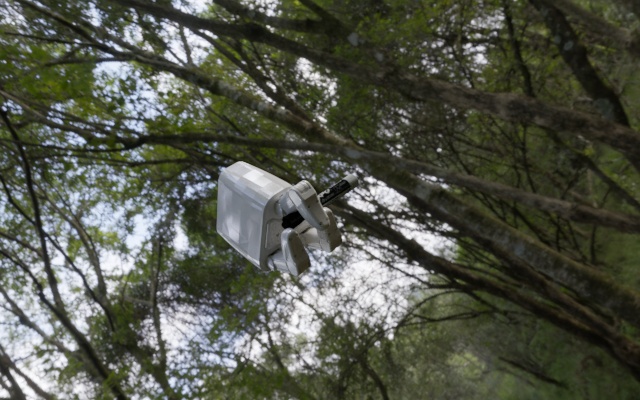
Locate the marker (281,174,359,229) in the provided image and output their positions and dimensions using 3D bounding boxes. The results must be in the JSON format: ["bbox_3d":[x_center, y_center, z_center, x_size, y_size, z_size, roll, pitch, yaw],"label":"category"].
[{"bbox_3d":[0.000,0.002,0.584,0.121,0.020,0.020,-33,19,-32],"label":"marker"}]
